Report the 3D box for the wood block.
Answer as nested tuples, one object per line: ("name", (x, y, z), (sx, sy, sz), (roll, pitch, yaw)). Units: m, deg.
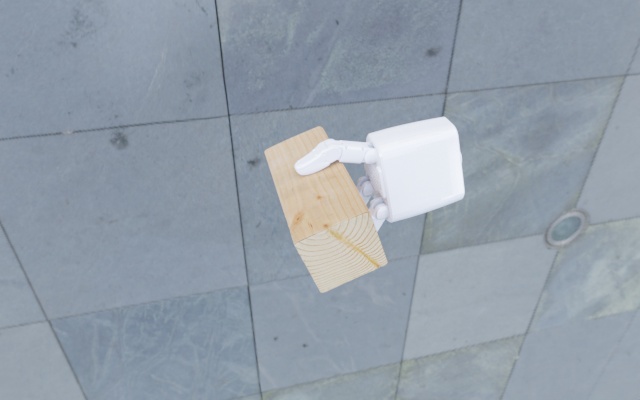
("wood block", (0.000, 0.002, 0.614), (0.090, 0.091, 0.206), (-24, 38, 0))
